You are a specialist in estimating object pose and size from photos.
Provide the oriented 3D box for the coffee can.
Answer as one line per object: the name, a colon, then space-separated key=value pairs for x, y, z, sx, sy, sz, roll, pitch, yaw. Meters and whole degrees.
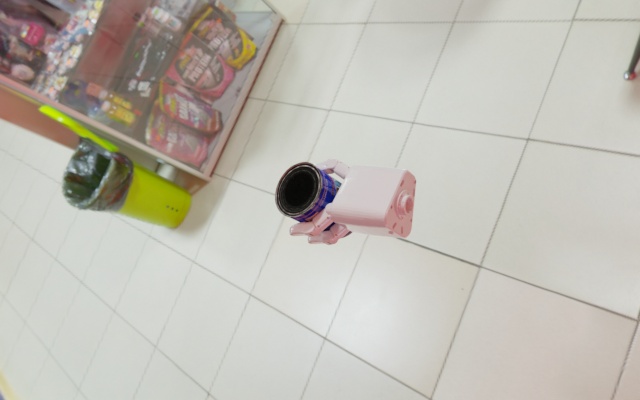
coffee can: x=0.000 y=0.003 z=0.874 sx=0.103 sy=0.102 sz=0.140 roll=0 pitch=-19 yaw=37
